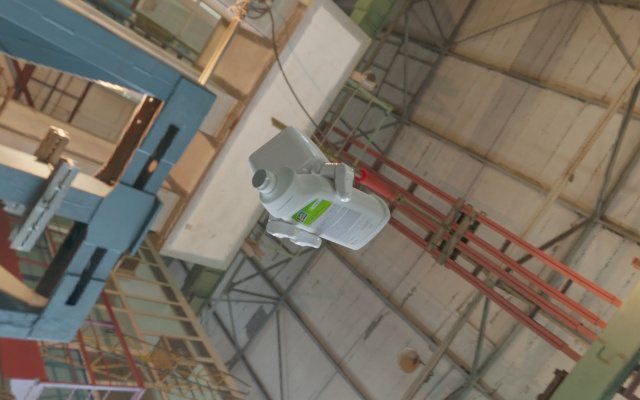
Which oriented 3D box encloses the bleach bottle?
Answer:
[{"bbox_3d":[0.000,0.003,0.743,0.251,0.102,0.068,26,22,-45],"label":"bleach bottle"}]
